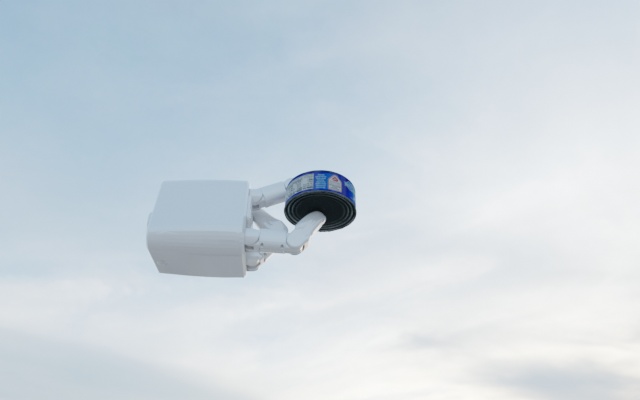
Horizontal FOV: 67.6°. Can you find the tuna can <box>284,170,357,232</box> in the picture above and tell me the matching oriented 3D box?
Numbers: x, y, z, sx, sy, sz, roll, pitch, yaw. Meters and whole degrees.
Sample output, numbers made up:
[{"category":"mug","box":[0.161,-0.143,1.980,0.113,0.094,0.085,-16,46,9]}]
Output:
[{"category":"tuna can","box":[0.000,0.001,0.570,0.086,0.033,0.086,1,-35,1]}]
